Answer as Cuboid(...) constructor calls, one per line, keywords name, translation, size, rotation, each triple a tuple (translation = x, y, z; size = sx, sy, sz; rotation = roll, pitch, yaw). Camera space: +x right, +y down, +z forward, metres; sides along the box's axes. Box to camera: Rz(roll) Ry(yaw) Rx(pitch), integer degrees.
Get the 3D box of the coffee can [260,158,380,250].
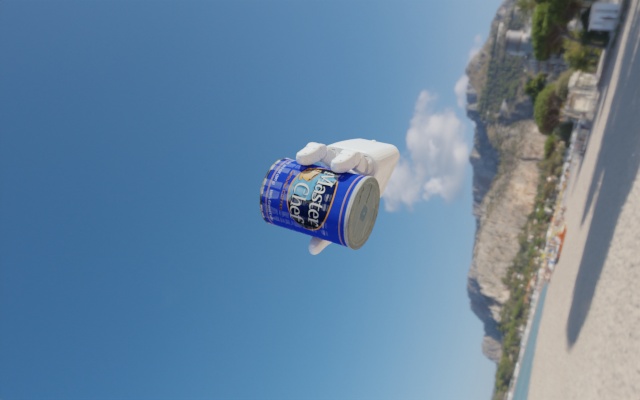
Cuboid(name="coffee can", translation=(0.000, 0.002, 0.679), size=(0.140, 0.103, 0.103), rotation=(15, 6, 26))
